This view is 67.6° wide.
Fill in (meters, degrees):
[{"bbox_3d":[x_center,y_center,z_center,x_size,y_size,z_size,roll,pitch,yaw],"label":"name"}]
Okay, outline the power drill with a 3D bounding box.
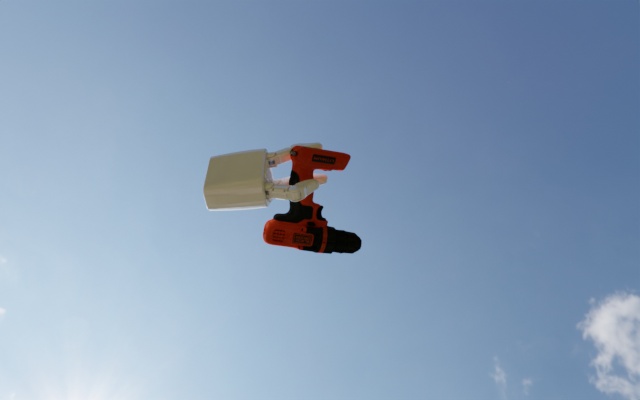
[{"bbox_3d":[0.000,0.002,0.857,0.184,0.187,0.057,8,7,-17],"label":"power drill"}]
